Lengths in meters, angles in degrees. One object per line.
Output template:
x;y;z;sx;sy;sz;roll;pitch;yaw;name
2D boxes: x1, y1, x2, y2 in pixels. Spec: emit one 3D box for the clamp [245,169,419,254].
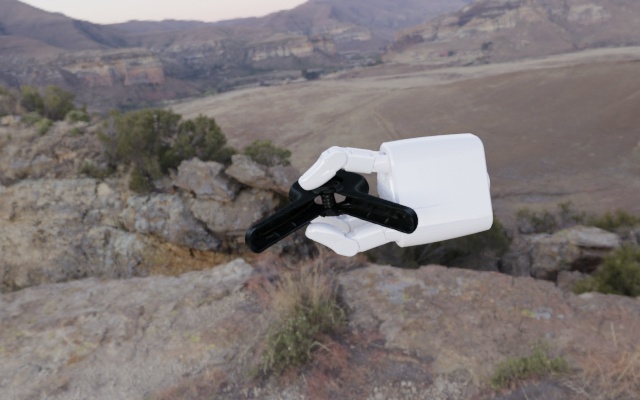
0.000;0.001;0.531;0.164;0.036;0.210;-9;19;-4;clamp
